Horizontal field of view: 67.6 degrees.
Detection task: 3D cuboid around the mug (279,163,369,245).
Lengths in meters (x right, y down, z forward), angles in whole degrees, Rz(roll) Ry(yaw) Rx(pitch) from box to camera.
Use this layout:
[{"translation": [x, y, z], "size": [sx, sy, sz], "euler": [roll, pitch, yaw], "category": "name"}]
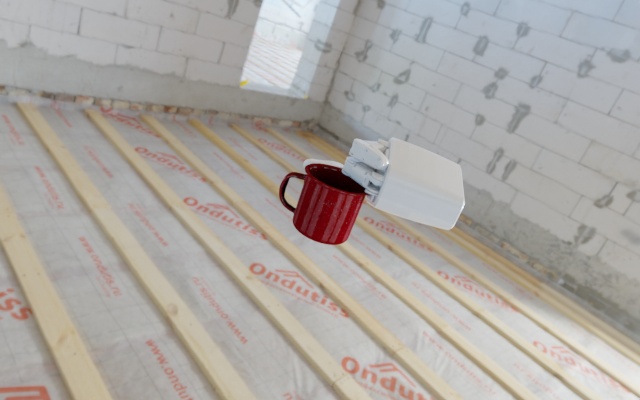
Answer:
[{"translation": [-0.001, 0.002, 0.640], "size": [0.117, 0.081, 0.093], "euler": [19, 21, -1], "category": "mug"}]
